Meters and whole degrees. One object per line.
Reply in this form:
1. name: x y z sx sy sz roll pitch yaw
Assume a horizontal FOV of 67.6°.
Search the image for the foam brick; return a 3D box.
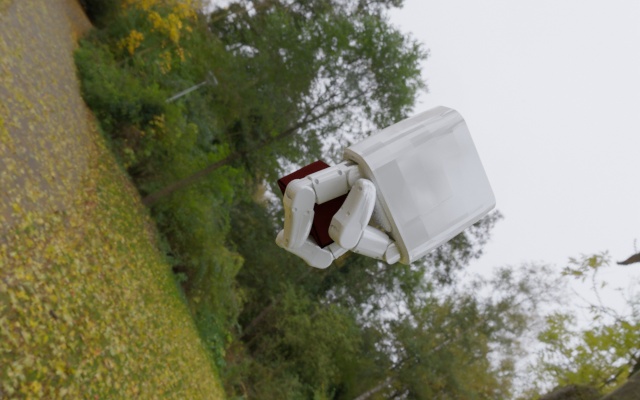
1. foam brick: 0.000 0.001 0.471 0.051 0.053 0.078 -29 29 -12
